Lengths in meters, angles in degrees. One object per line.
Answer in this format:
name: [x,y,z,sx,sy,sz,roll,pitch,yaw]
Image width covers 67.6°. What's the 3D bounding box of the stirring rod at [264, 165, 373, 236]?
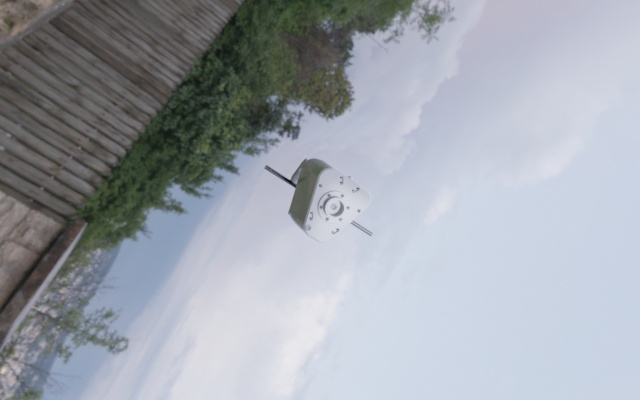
stirring rod: [0.000,0.003,0.873,0.239,0.011,0.011,33,-11,-17]
